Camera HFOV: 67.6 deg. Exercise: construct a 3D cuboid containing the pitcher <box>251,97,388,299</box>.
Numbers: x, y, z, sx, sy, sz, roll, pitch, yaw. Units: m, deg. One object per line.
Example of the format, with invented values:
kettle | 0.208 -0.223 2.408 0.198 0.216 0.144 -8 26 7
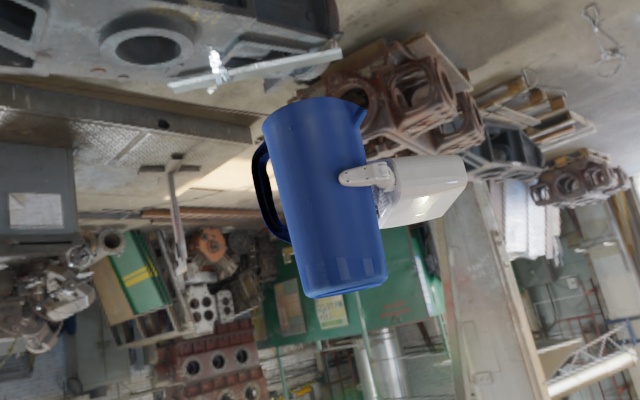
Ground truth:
pitcher | 0.000 0.002 0.630 0.145 0.242 0.149 -8 -15 -18
